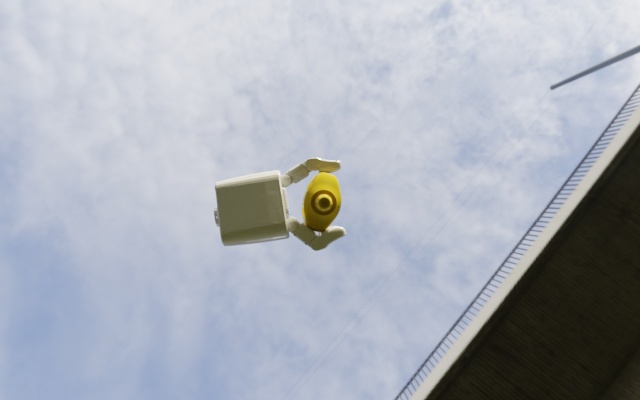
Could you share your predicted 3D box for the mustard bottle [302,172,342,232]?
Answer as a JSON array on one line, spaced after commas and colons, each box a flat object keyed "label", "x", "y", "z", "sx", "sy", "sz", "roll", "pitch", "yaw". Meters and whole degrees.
[{"label": "mustard bottle", "x": 0.000, "y": 0.003, "z": 0.785, "sx": 0.058, "sy": 0.096, "sz": 0.191, "roll": 15, "pitch": 0, "yaw": -3}]
